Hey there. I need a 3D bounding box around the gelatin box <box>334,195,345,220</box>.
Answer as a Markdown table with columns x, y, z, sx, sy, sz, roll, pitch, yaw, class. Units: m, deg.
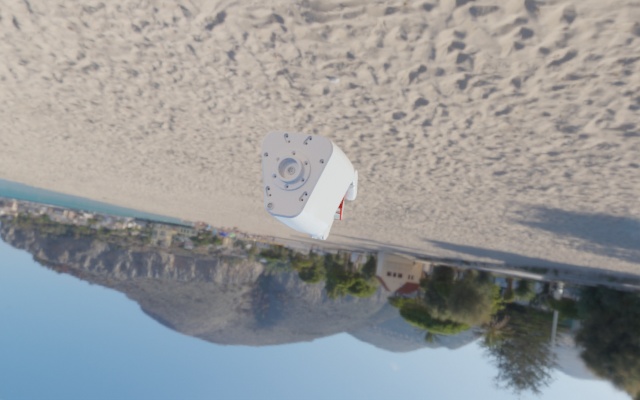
| x | y | z | sx | sy | sz | roll | pitch | yaw | class |
| --- | --- | --- | --- | --- | --- | --- | --- | --- | --- |
| 0.000 | 0.003 | 0.743 | 0.073 | 0.030 | 0.089 | 11 | -14 | 4 | gelatin box |
